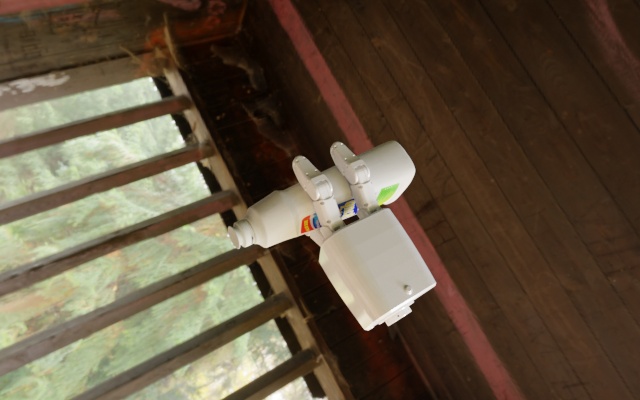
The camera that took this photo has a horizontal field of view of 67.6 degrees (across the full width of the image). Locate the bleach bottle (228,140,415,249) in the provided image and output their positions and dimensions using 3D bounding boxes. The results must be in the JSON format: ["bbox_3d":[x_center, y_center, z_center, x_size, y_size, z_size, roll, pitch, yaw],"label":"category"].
[{"bbox_3d":[0.000,0.002,0.607,0.251,0.068,0.103,-24,-18,-28],"label":"bleach bottle"}]
